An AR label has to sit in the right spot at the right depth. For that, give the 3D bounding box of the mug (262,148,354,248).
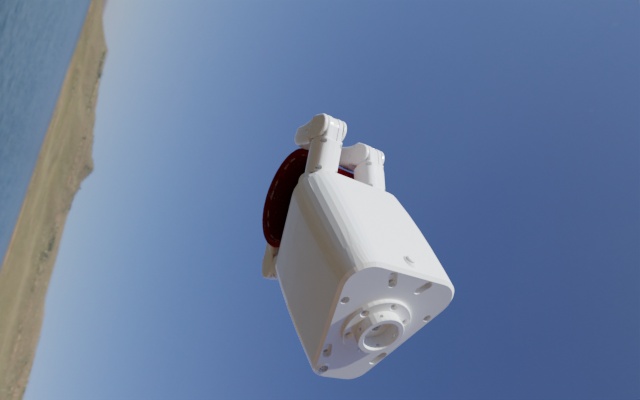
[{"bbox_3d":[0.000,0.001,0.456,0.081,0.093,0.117,19,26,-29],"label":"mug"}]
